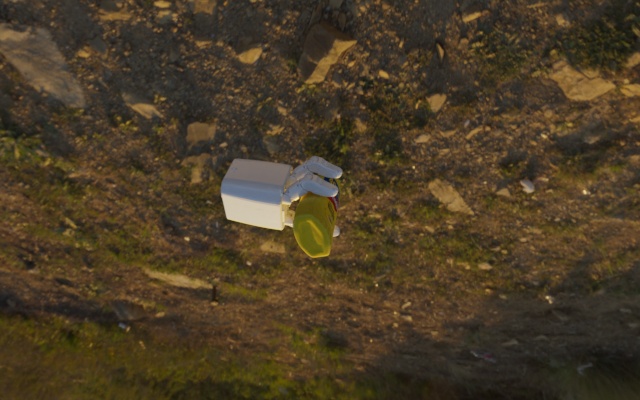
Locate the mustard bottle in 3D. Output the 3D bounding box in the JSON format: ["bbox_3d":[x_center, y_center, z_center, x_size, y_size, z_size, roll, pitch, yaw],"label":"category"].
[{"bbox_3d":[0.000,0.003,0.841,0.058,0.096,0.191,-11,35,18],"label":"mustard bottle"}]
